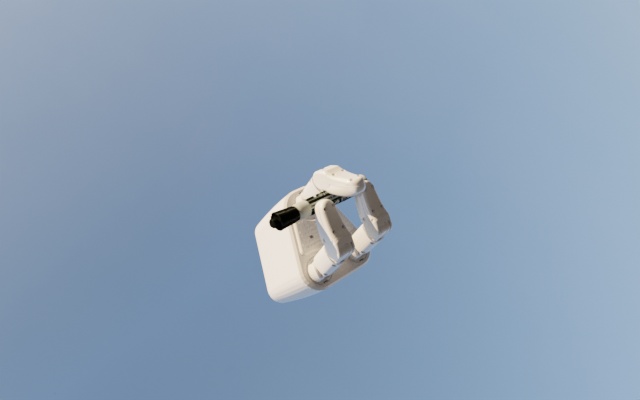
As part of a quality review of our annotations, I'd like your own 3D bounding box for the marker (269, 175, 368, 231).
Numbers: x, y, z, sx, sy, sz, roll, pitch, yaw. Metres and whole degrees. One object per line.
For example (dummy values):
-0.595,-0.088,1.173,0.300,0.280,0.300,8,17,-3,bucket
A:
0.000,0.002,0.474,0.121,0.020,0.020,-25,15,-35,marker
